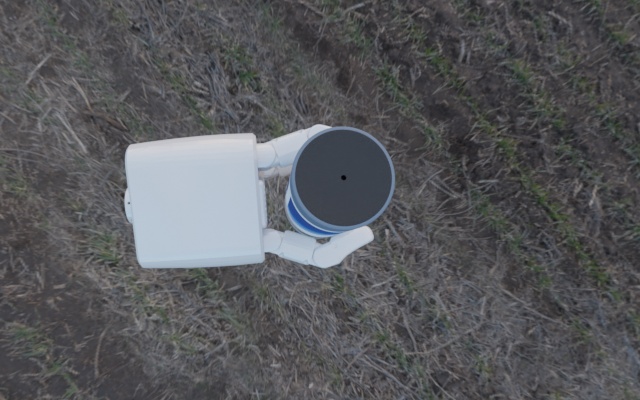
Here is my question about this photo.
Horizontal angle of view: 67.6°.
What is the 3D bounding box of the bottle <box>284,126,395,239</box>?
[{"bbox_3d":[0.000,0.001,0.446,0.069,0.069,0.296,0,-6,-6],"label":"bottle"}]
